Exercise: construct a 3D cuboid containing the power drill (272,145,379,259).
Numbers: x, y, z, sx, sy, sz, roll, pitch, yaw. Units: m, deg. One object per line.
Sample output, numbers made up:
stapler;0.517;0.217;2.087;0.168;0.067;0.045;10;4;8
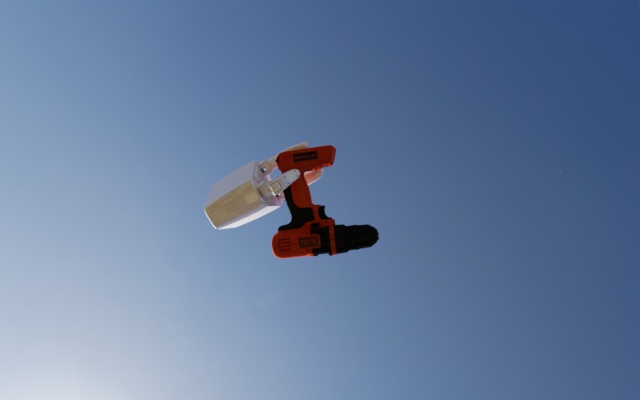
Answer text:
power drill;0.000;0.002;0.826;0.184;0.187;0.057;-7;-9;2
